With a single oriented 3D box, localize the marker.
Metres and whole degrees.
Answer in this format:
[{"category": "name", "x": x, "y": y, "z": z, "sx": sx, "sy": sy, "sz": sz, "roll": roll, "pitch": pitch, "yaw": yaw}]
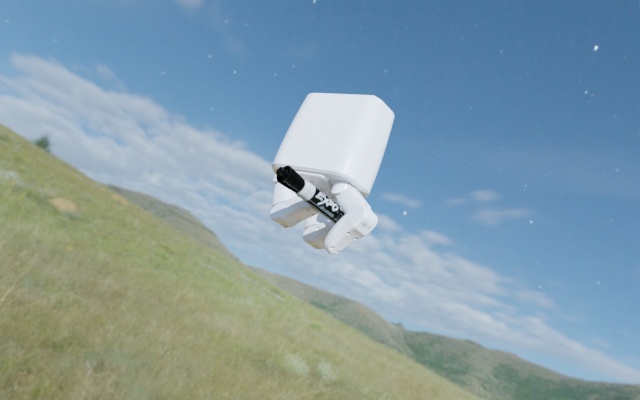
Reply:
[{"category": "marker", "x": 0.000, "y": 0.002, "z": 0.474, "sx": 0.020, "sy": 0.020, "sz": 0.121, "roll": 0, "pitch": -29, "yaw": 46}]
